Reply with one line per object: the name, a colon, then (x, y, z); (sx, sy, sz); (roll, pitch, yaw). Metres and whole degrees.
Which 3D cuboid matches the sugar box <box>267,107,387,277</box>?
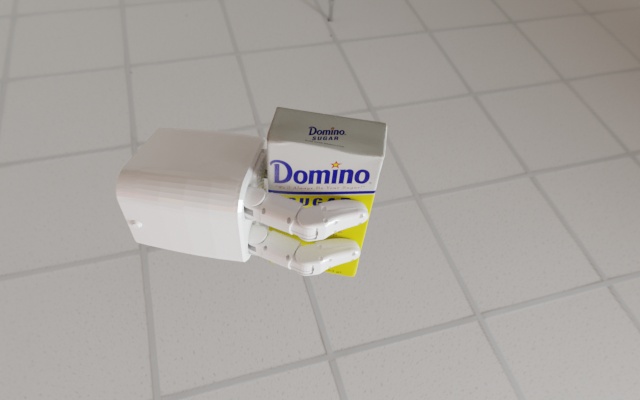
sugar box: (0.000, 0.002, 0.435); (0.093, 0.048, 0.176); (9, -38, 3)
